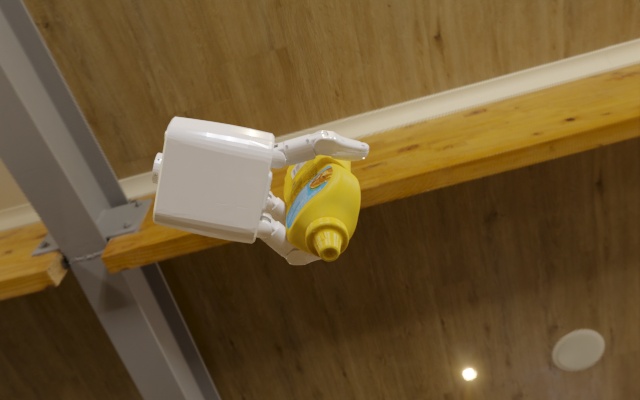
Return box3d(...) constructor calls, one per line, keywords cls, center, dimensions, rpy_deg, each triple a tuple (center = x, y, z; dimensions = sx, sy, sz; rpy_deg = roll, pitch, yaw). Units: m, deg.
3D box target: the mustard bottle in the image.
box3d(cls="mustard bottle", center=(0.000, 0.002, 0.511), dimensions=(0.058, 0.096, 0.191), rpy_deg=(34, 21, -21))
